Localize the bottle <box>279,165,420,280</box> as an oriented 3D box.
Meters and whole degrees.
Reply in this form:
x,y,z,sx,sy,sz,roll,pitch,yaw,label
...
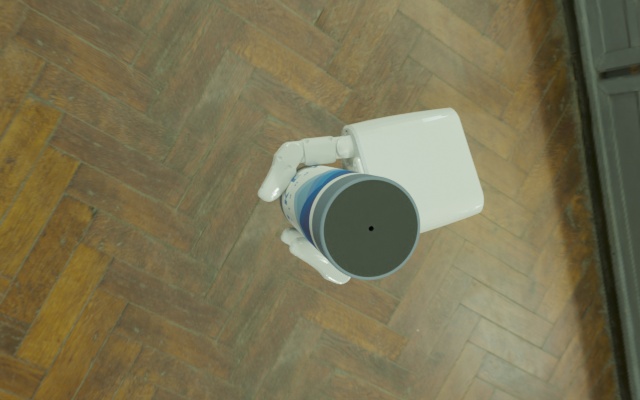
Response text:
x,y,z,sx,sy,sz,roll,pitch,yaw,label
0.000,0.001,0.440,0.069,0.069,0.295,0,6,-13,bottle
